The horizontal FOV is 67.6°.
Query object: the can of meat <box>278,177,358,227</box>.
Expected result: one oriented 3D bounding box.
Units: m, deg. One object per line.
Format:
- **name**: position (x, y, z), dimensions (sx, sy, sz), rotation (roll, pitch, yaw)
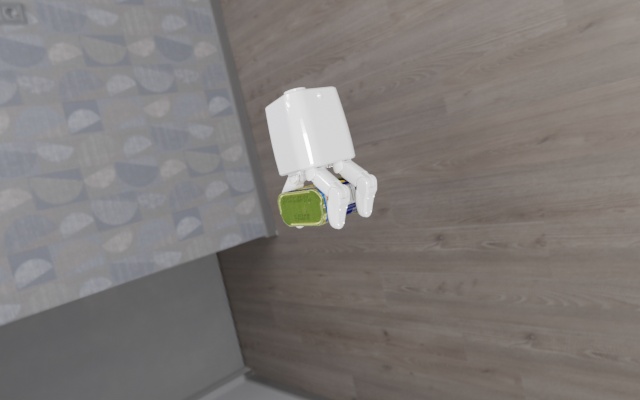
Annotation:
- **can of meat**: position (0.000, 0.002, 0.698), dimensions (0.084, 0.057, 0.102), rotation (-17, 7, -41)
